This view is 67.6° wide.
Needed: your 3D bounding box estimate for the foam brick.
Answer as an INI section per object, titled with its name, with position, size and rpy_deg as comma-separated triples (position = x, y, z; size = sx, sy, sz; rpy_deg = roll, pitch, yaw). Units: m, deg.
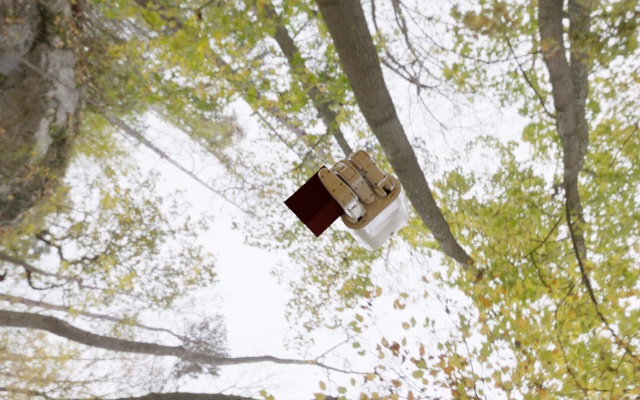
[foam brick]
position = 0.000, 0.002, 0.658
size = 0.053, 0.078, 0.051
rpy_deg = 46, -3, 31
